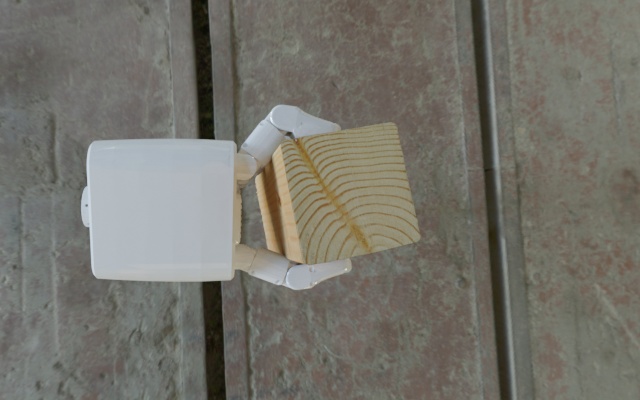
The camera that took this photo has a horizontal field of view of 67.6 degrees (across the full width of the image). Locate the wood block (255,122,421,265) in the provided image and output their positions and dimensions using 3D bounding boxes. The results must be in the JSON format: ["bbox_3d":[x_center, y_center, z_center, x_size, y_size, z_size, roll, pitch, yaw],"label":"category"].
[{"bbox_3d":[0.000,0.002,0.434,0.090,0.091,0.206,-11,-1,-13],"label":"wood block"}]
